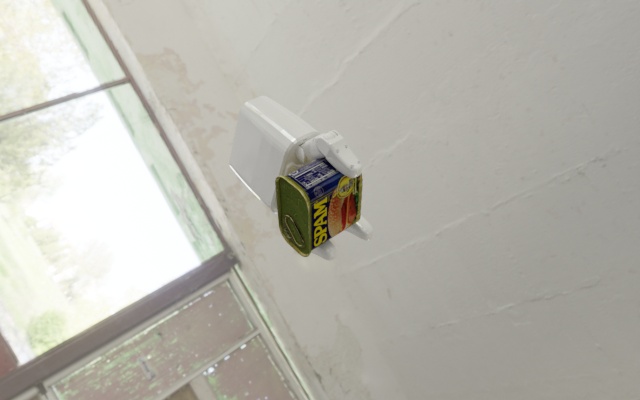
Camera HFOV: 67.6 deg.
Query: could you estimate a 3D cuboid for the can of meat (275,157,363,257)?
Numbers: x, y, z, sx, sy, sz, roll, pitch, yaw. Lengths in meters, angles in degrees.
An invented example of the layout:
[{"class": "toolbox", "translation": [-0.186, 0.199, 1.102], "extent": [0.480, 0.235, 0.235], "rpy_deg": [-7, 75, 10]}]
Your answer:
[{"class": "can of meat", "translation": [0.000, 0.002, 0.546], "extent": [0.084, 0.102, 0.057], "rpy_deg": [-30, 50, -29]}]
